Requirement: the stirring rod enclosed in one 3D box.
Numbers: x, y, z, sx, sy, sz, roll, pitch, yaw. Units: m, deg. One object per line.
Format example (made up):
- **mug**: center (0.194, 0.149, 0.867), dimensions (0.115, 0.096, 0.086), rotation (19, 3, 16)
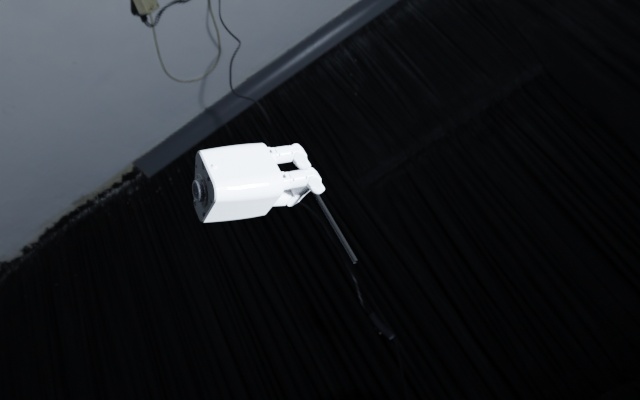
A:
- **stirring rod**: center (0.000, 0.002, 0.769), dimensions (0.011, 0.239, 0.011), rotation (-21, -32, -14)
